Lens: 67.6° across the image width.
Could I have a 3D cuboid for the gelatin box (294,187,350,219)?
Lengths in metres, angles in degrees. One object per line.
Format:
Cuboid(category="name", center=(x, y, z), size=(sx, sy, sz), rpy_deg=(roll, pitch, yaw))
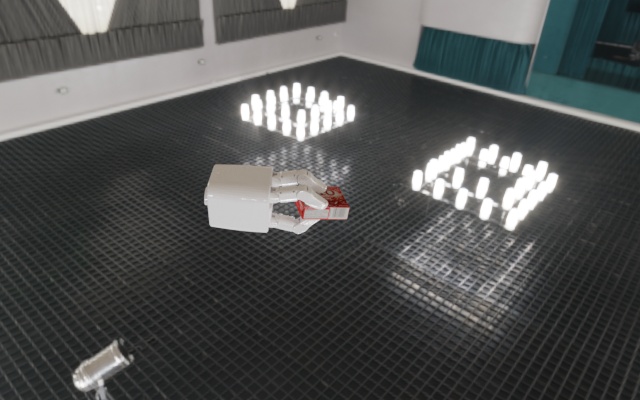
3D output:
Cuboid(category="gelatin box", center=(0.000, 0.003, 0.873), size=(0.089, 0.030, 0.073), rpy_deg=(1, 32, -18))
